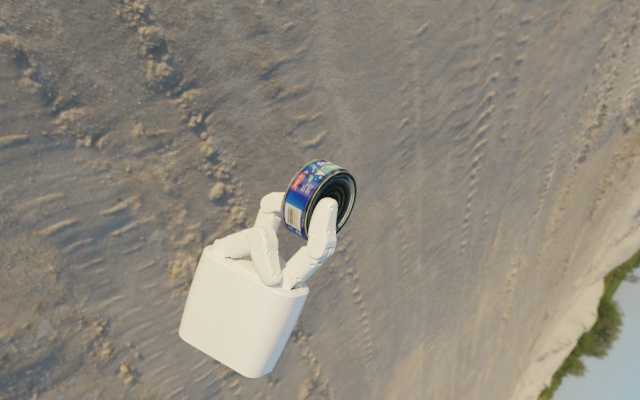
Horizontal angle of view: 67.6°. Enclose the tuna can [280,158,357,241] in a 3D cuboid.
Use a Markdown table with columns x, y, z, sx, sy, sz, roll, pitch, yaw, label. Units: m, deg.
| x | y | z | sx | sy | sz | roll | pitch | yaw | label |
| --- | --- | --- | --- | --- | --- | --- | --- | --- | --- |
| 0.001 | 0.002 | 0.501 | 0.033 | 0.086 | 0.086 | 27 | 16 | 33 | tuna can |
